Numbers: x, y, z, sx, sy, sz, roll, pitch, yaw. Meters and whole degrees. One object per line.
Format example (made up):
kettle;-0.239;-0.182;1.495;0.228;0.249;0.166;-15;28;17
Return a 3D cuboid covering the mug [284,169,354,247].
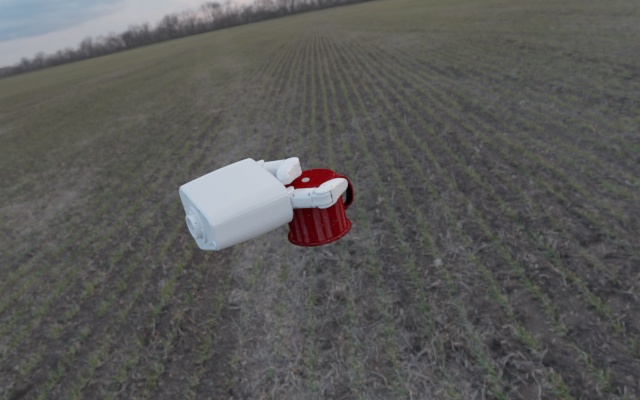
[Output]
mug;0.001;0.001;0.669;0.117;0.081;0.093;-25;25;-29
